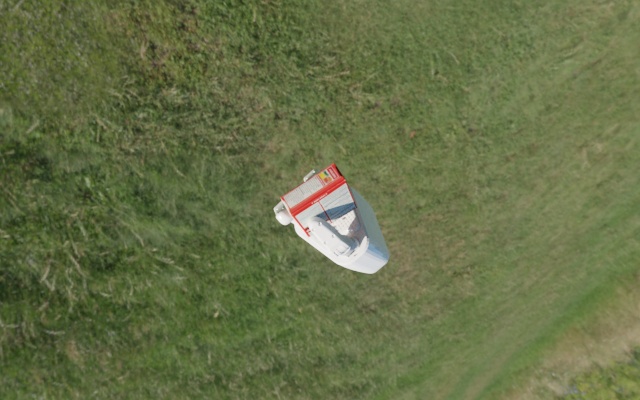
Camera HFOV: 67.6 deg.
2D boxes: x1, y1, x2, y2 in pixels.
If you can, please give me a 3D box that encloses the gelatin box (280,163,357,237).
[{"bbox_3d":[0.000,0.002,0.569,0.073,0.030,0.089,-33,-25,-1],"label":"gelatin box"}]
